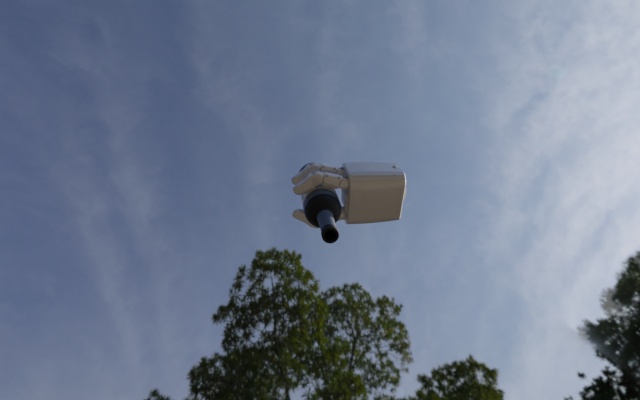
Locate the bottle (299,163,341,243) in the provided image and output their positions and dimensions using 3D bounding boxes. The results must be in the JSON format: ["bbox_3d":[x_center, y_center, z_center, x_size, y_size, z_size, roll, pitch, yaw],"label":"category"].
[{"bbox_3d":[0.000,0.003,0.878,0.069,0.069,0.295,0,21,-6],"label":"bottle"}]
